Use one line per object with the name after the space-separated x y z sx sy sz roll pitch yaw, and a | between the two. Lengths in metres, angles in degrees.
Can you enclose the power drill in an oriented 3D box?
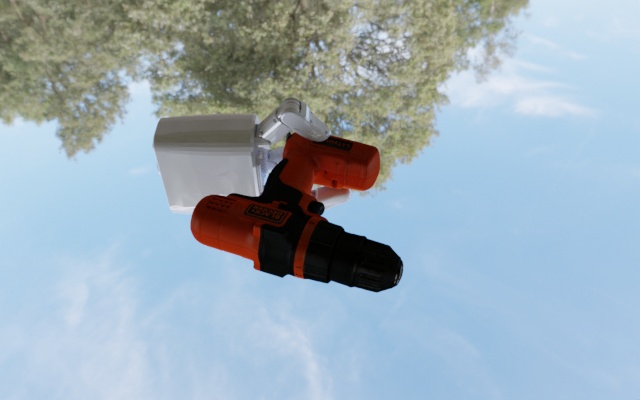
0.000 0.001 0.452 0.184 0.057 0.187 16 33 12 | power drill
